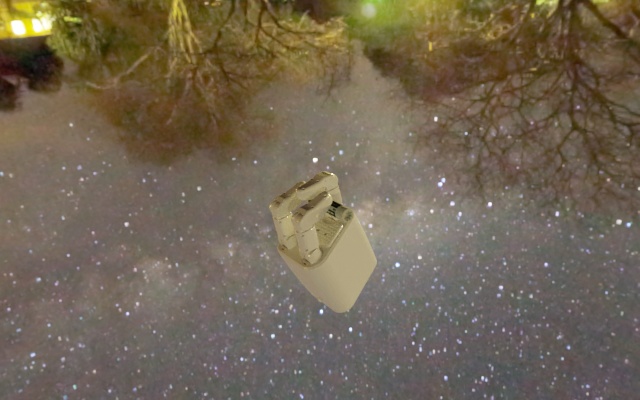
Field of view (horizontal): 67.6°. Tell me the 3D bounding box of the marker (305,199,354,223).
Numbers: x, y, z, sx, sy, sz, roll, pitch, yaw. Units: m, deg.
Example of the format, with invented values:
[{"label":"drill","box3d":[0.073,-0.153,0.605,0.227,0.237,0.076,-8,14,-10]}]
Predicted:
[{"label":"marker","box3d":[0.000,0.002,0.637,0.020,0.020,0.121,0,16,-36]}]
